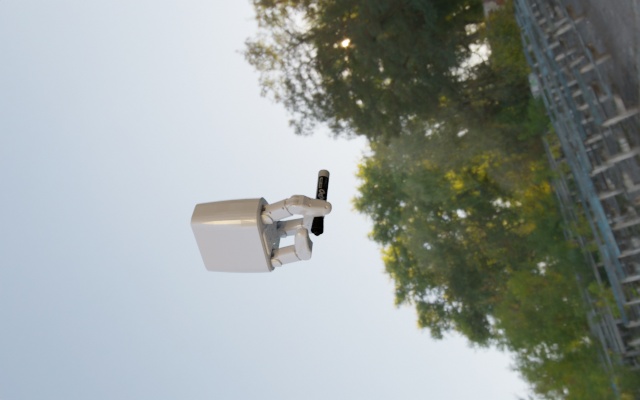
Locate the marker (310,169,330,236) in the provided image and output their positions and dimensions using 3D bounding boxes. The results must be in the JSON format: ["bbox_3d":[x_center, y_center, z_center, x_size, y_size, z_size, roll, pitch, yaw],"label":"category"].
[{"bbox_3d":[0.000,0.002,0.696,0.020,0.121,0.020,4,-42,3],"label":"marker"}]
